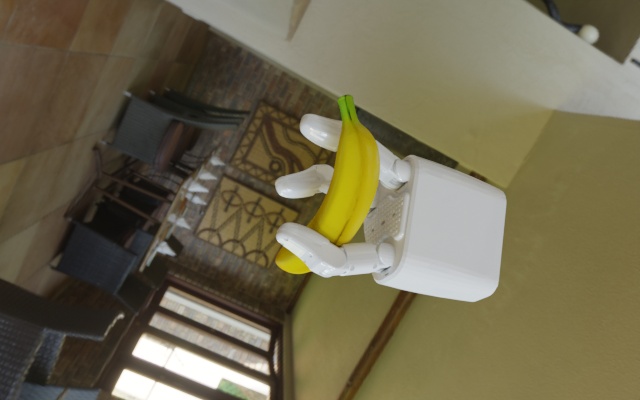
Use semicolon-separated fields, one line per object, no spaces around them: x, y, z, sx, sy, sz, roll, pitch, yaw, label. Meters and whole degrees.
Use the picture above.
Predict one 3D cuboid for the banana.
0.007;0.011;0.414;0.037;0.198;0.069;4;41;-27;banana
